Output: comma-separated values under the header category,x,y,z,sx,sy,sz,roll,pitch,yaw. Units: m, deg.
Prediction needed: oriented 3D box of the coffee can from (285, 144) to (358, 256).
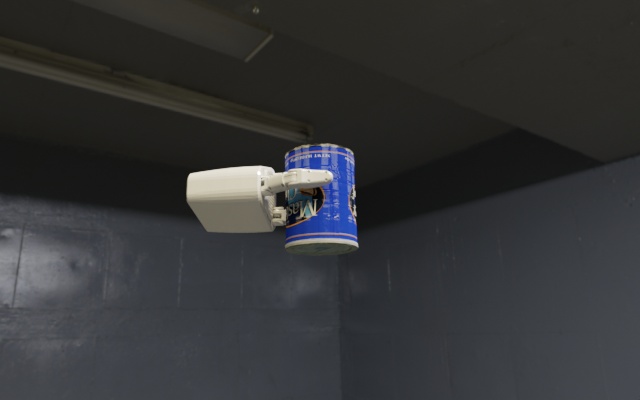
category,x,y,z,sx,sy,sz,roll,pitch,yaw
coffee can,0.000,0.002,0.688,0.103,0.140,0.103,-1,-15,0
